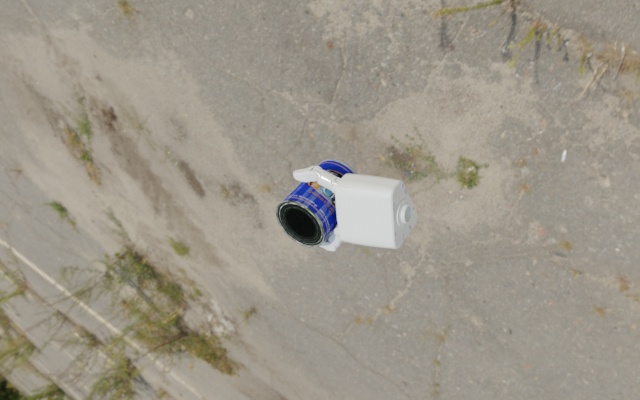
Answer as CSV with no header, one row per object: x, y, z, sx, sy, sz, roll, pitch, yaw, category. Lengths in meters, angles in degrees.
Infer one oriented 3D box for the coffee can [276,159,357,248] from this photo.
0.000,0.003,0.874,0.103,0.103,0.140,0,35,40,coffee can
